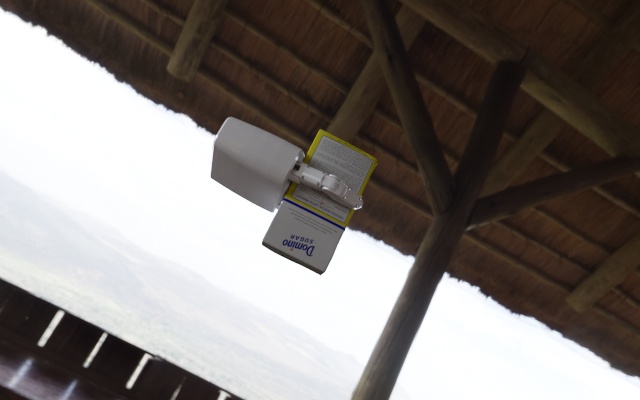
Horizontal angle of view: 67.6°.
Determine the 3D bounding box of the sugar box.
[{"bbox_3d":[0.000,0.002,0.644,0.093,0.176,0.048,27,-15,0],"label":"sugar box"}]
